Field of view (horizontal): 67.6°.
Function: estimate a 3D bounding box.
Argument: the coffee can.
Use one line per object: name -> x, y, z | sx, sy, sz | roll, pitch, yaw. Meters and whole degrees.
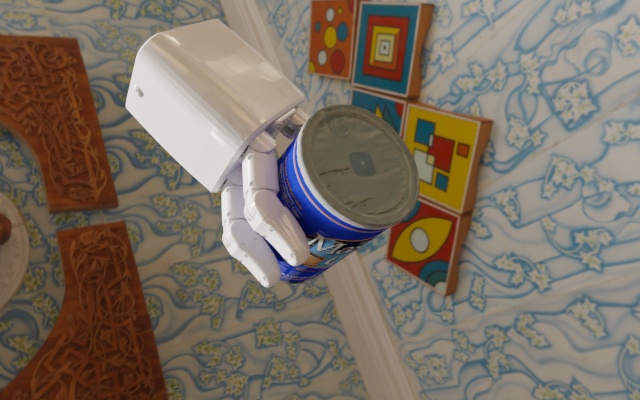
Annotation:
coffee can -> 0.000, 0.001, 0.404 | 0.103, 0.102, 0.140 | 0, -25, -30
